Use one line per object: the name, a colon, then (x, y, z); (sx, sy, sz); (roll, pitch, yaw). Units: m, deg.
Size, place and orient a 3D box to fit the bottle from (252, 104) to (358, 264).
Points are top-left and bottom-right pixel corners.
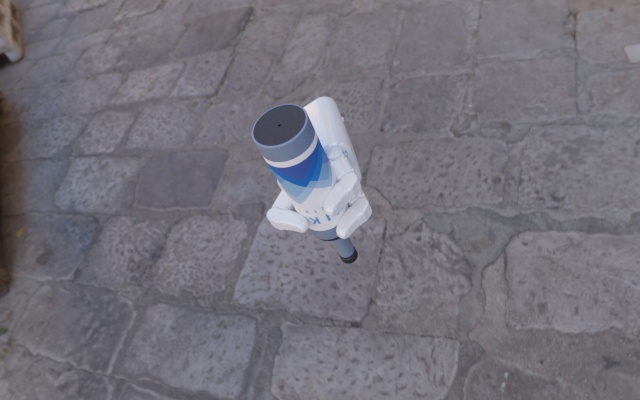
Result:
bottle: (0.000, 0.002, 0.633); (0.069, 0.069, 0.296); (0, -35, 22)
